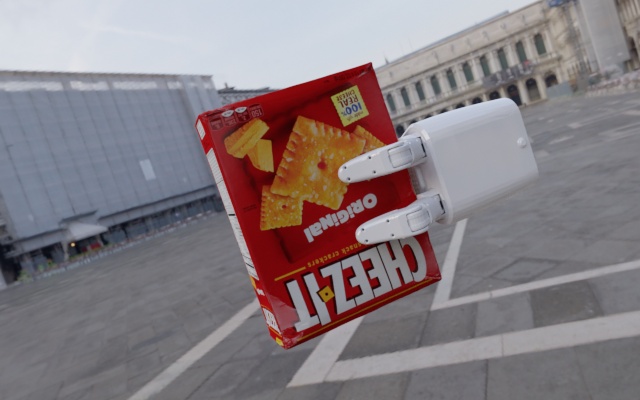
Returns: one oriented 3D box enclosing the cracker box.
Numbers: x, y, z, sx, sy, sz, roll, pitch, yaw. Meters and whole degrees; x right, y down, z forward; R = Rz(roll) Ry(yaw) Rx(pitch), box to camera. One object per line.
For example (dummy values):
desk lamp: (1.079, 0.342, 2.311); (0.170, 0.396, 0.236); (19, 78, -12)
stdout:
cracker box: (0.000, 0.001, 0.440); (0.164, 0.214, 0.072); (-20, 4, -16)
